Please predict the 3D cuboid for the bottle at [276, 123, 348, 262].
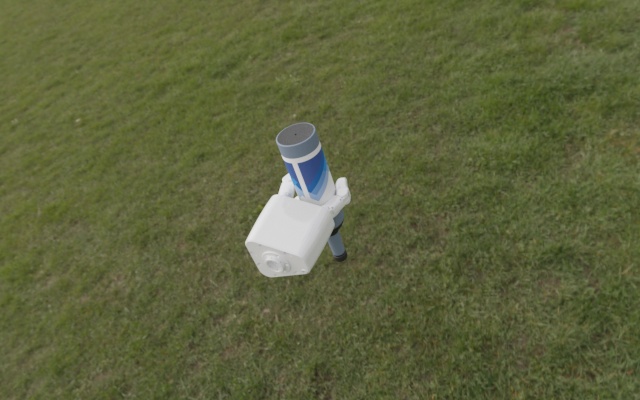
[{"bbox_3d":[0.000,0.003,0.854,0.069,0.296,0.069,-12,39,10],"label":"bottle"}]
